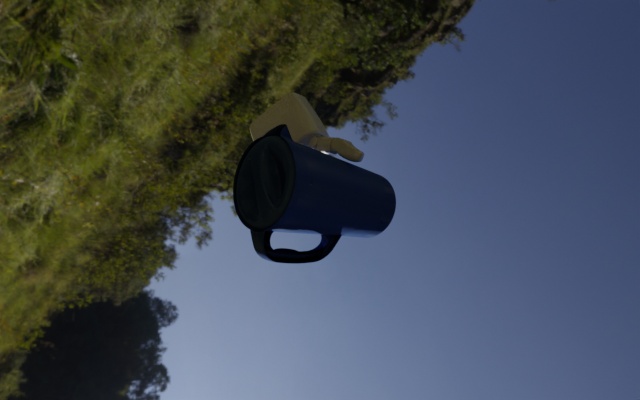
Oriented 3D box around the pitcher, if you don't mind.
[{"bbox_3d":[0.000,0.002,0.715,0.243,0.145,0.149,12,-51,-44],"label":"pitcher"}]
